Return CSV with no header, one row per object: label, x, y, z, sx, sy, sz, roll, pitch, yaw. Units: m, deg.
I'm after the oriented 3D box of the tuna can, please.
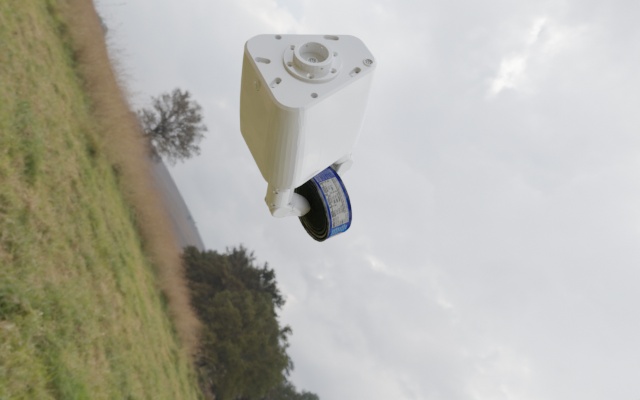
tuna can,0.001,0.002,0.544,0.034,0.086,0.086,-20,8,-24
